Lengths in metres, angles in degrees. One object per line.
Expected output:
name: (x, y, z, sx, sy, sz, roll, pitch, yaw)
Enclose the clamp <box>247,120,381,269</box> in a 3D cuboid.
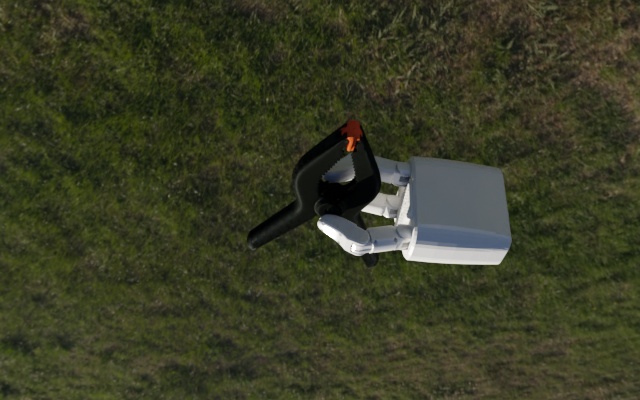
clamp: (0.000, 0.002, 0.528, 0.164, 0.036, 0.210, 4, -44, -4)
